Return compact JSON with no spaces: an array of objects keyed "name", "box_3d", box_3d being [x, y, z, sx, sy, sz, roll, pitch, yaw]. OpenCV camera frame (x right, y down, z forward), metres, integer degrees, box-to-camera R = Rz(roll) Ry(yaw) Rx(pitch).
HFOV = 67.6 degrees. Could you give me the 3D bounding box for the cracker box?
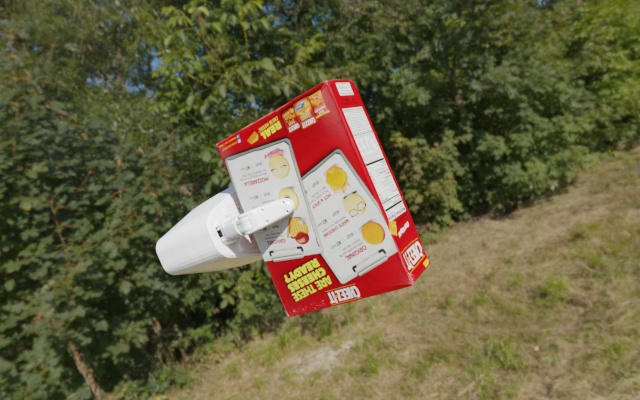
[{"name":"cracker box","box_3d":[0.000,0.002,0.520,0.164,0.213,0.072,-22,2,33]}]
